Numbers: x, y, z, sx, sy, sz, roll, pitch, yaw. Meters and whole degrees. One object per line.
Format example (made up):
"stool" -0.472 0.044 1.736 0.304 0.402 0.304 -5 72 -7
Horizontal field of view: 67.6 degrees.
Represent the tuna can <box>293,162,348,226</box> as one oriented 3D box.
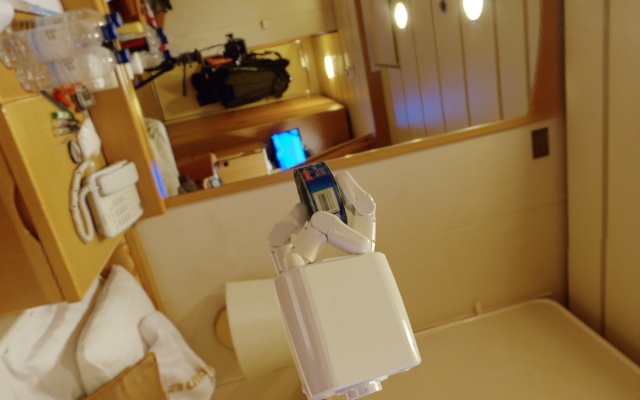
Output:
"tuna can" 0.001 0.001 0.520 0.034 0.086 0.086 -19 3 -8
